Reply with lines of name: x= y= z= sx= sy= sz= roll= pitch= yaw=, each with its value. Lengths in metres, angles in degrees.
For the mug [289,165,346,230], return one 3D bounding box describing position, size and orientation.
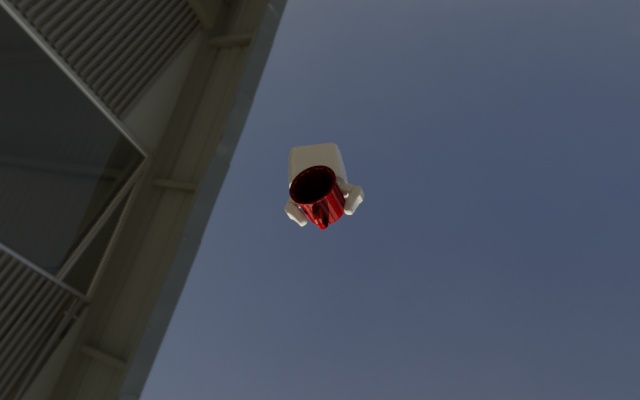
mug: x=0.000 y=0.004 z=0.899 sx=0.093 sy=0.117 sz=0.081 roll=-18 pitch=-43 yaw=13
